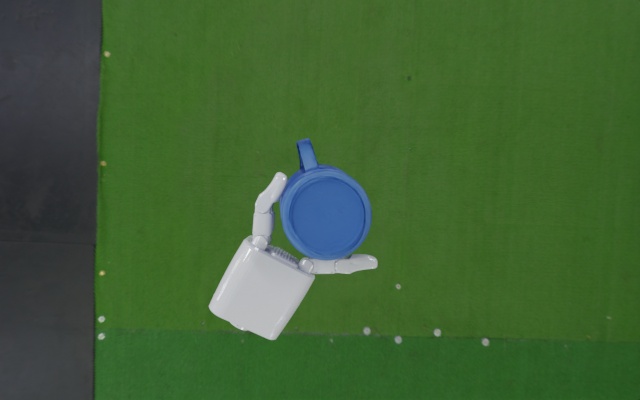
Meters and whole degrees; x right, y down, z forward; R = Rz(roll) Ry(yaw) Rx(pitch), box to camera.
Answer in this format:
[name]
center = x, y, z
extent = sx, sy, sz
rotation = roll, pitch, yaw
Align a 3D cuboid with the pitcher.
[pitcher]
center = 0.000, 0.002, 0.676
extent = 0.149, 0.145, 0.243
rotation = 30, 1, -3
